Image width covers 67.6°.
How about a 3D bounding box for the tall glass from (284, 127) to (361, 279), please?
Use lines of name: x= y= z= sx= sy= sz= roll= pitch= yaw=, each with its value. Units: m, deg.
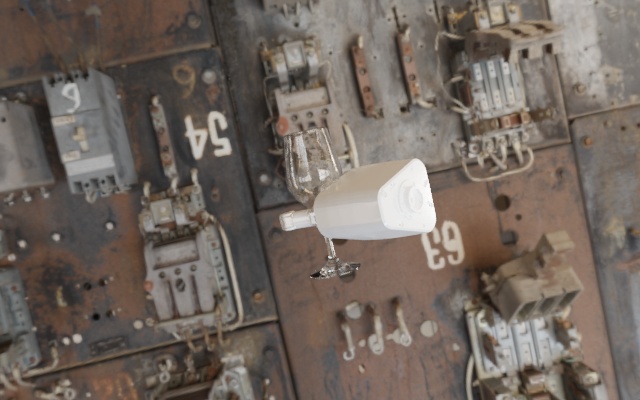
tall glass: x=0.000 y=0.003 z=0.667 sx=0.079 sy=0.201 sz=0.079 roll=-13 pitch=4 yaw=1
